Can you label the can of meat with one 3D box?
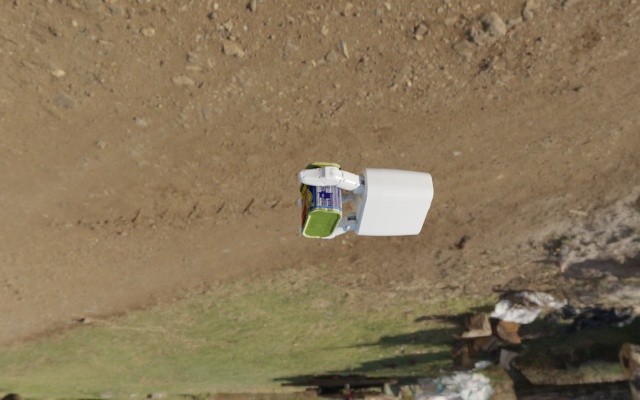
[{"bbox_3d":[0.000,0.003,0.753,0.057,0.084,0.102,4,-29,-10],"label":"can of meat"}]
